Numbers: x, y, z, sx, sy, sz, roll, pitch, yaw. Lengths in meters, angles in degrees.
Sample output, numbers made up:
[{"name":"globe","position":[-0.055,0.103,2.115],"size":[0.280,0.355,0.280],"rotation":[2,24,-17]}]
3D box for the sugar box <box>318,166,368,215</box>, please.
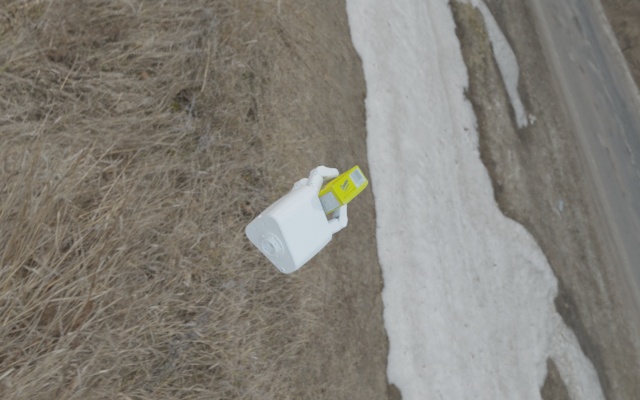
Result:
[{"name":"sugar box","position":[0.000,0.002,0.895],"size":[0.176,0.048,0.093],"rotation":[-27,9,44]}]
